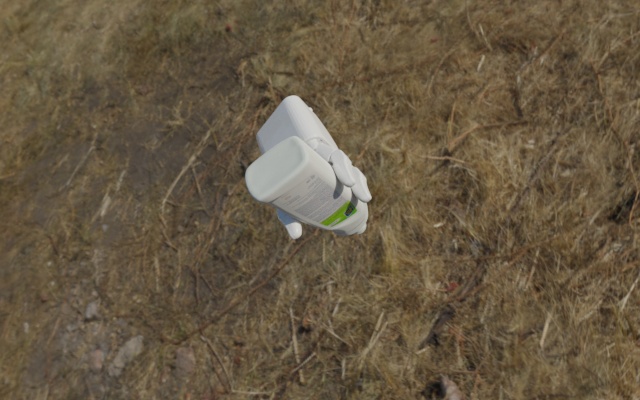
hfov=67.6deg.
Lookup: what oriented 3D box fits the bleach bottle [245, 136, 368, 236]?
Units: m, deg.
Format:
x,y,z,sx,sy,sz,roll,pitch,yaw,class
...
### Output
x,y,z,sx,sy,sz,roll,pitch,yaw,class
0.000,0.002,0.726,0.102,0.068,0.251,-35,-36,12,bleach bottle
